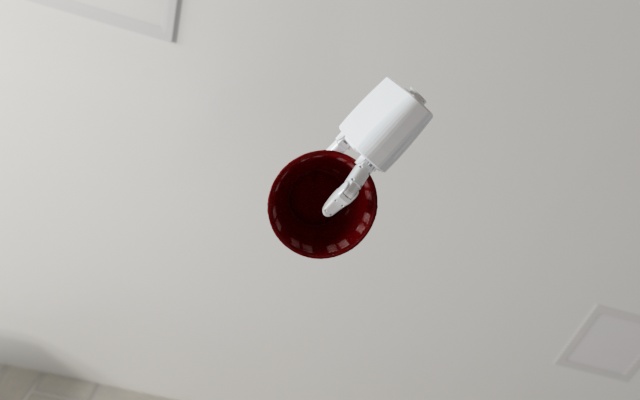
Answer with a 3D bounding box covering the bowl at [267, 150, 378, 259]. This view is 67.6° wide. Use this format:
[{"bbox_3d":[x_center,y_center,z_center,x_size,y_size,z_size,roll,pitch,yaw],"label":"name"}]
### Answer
[{"bbox_3d":[-0.001,0.003,0.710,0.162,0.162,0.055,0,13,-11],"label":"bowl"}]
